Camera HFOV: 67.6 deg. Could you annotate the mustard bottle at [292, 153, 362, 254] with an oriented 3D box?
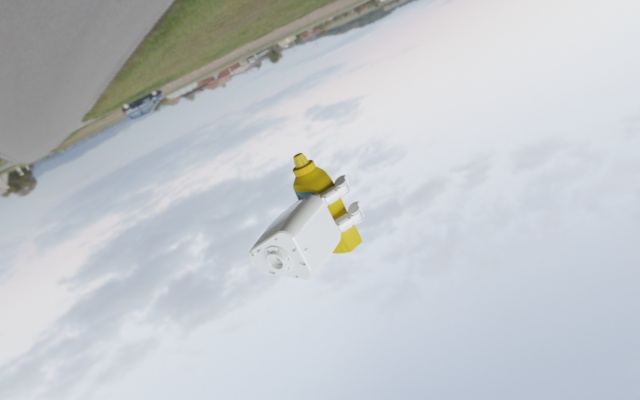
[{"bbox_3d":[0.000,0.003,0.852,0.058,0.192,0.096,-36,21,-26],"label":"mustard bottle"}]
